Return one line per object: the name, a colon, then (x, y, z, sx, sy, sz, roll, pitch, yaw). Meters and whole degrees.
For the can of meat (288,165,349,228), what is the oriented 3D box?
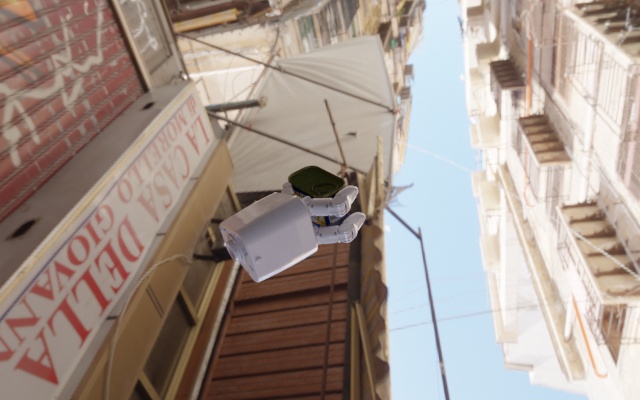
can of meat: (0.000, 0.003, 0.761, 0.057, 0.084, 0.102, -29, 36, -25)
